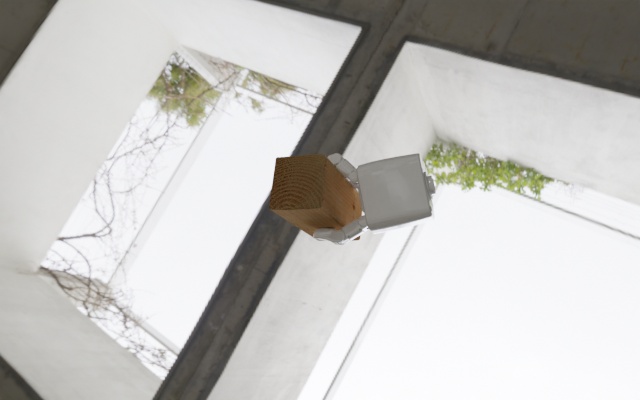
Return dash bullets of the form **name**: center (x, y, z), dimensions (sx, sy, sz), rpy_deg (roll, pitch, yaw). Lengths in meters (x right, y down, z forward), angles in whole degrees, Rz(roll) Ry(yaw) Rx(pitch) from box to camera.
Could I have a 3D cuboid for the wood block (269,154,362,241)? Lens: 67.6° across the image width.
- **wood block**: center (0.001, 0.003, 0.829), dimensions (0.090, 0.090, 0.206), rpy_deg (-2, -19, 22)
